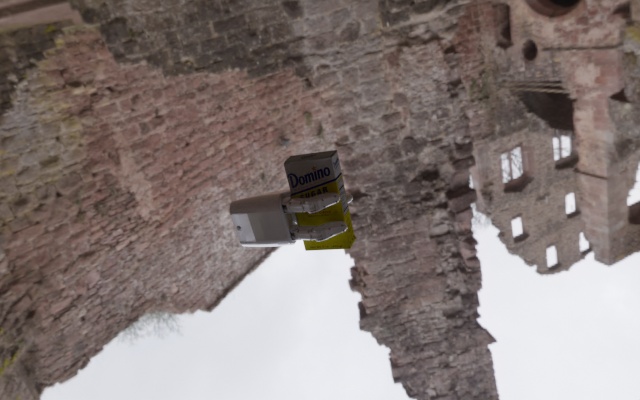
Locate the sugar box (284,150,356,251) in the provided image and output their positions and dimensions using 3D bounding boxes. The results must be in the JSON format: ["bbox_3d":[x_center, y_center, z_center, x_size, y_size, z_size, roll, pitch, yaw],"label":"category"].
[{"bbox_3d":[0.000,0.003,0.857,0.093,0.176,0.048,-6,23,22],"label":"sugar box"}]
